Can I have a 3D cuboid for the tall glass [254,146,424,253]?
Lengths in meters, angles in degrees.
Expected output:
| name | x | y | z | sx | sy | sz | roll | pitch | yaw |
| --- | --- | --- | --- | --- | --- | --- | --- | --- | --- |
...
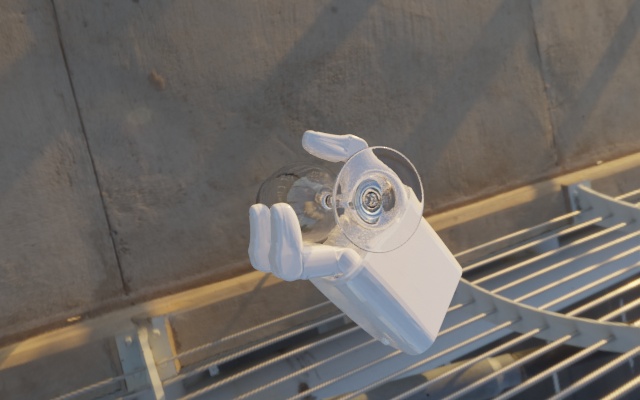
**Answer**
| name | x | y | z | sx | sy | sz | roll | pitch | yaw |
| --- | --- | --- | --- | --- | --- | --- | --- | --- | --- |
| tall glass | 0.000 | 0.001 | 0.420 | 0.079 | 0.079 | 0.201 | 0 | -1 | -25 |
